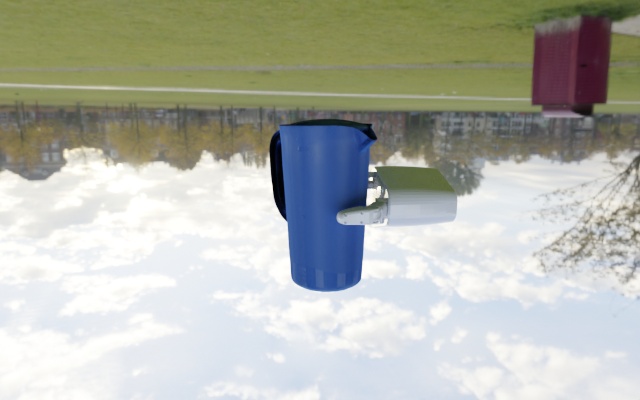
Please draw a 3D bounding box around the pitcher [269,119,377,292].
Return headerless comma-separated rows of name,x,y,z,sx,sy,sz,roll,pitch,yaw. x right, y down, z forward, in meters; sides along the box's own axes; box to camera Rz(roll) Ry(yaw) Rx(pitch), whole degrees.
pitcher,0.000,0.002,0.707,0.145,0.243,0.149,-1,11,-7
